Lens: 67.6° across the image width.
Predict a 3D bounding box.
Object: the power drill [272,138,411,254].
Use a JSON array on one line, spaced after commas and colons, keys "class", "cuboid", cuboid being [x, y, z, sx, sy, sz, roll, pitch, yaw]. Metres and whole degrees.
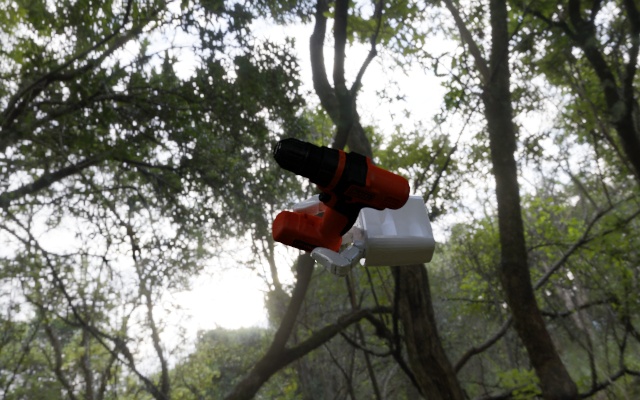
[{"class": "power drill", "cuboid": [0.000, 0.002, 0.647, 0.184, 0.057, 0.188, 20, -38, -16]}]
